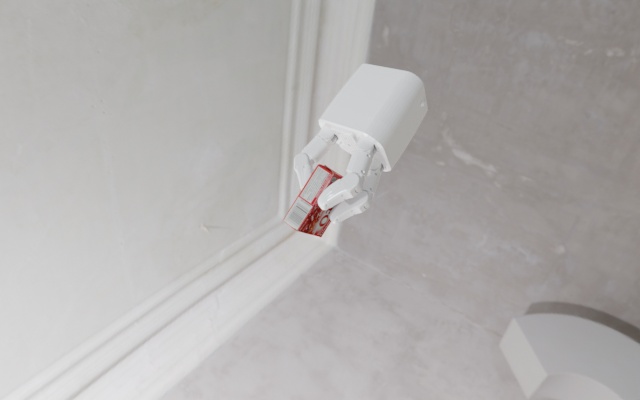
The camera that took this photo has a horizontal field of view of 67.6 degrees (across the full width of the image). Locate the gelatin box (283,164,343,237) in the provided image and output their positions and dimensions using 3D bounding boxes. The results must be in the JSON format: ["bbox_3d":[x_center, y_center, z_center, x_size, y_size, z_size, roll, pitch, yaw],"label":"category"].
[{"bbox_3d":[0.000,0.002,0.627,0.030,0.089,0.073,35,5,26],"label":"gelatin box"}]
